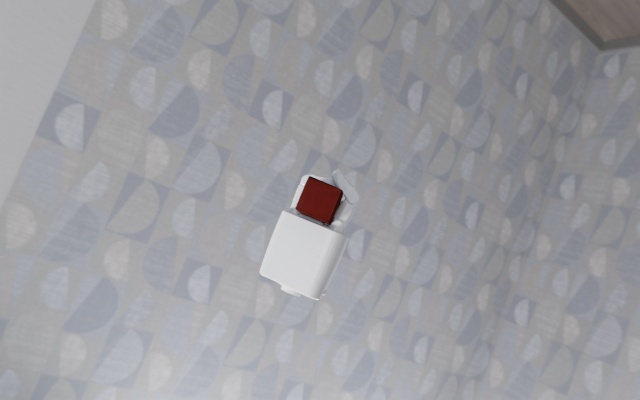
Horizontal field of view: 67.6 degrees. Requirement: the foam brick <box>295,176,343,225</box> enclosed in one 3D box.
[{"bbox_3d":[0.000,0.002,0.698,0.053,0.051,0.078,23,-4,6],"label":"foam brick"}]
